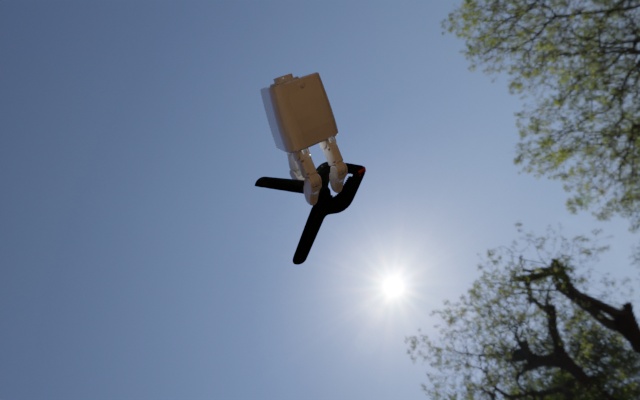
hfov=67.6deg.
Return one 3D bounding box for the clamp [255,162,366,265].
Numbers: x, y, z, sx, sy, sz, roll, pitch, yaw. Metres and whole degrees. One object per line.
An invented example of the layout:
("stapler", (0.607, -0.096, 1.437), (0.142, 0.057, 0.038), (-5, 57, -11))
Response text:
("clamp", (0.000, 0.002, 0.833), (0.210, 0.164, 0.036), (-27, 19, -29))
